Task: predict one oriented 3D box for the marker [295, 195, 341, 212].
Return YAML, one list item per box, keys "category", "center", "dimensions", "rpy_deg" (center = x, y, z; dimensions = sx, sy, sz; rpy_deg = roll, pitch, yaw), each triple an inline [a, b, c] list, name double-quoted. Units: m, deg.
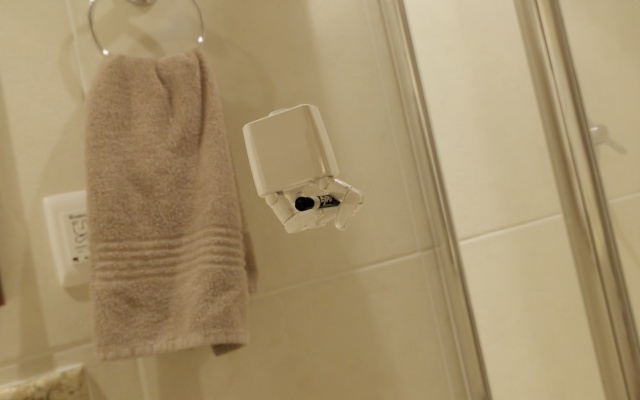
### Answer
- category: "marker"
  center: [0.000, 0.002, 0.635]
  dimensions: [0.020, 0.020, 0.121]
  rpy_deg: [0, 2, 26]
